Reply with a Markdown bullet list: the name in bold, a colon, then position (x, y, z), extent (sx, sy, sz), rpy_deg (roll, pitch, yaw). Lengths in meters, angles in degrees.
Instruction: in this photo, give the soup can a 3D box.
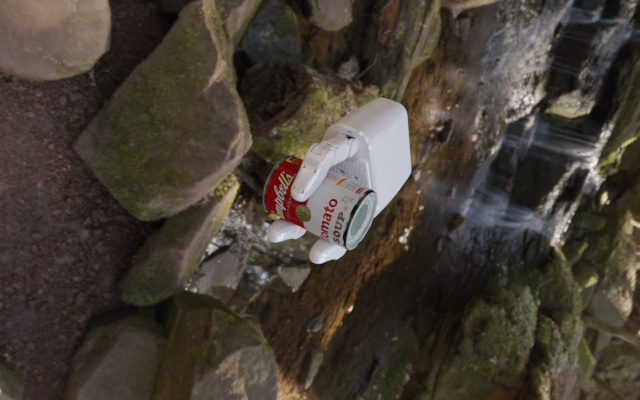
- **soup can**: position (0.000, 0.002, 0.501), extent (0.102, 0.068, 0.068), rpy_deg (25, 10, 23)
